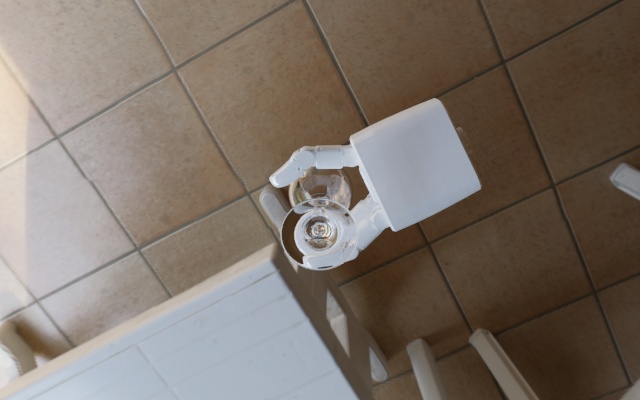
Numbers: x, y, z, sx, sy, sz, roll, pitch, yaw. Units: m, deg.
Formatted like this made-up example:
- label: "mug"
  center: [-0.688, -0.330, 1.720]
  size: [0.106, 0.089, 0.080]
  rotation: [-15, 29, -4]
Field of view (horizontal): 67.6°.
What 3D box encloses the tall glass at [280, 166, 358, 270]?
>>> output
- label: "tall glass"
  center: [0.000, 0.002, 0.546]
  size: [0.079, 0.079, 0.201]
  rotation: [0, 18, 0]
